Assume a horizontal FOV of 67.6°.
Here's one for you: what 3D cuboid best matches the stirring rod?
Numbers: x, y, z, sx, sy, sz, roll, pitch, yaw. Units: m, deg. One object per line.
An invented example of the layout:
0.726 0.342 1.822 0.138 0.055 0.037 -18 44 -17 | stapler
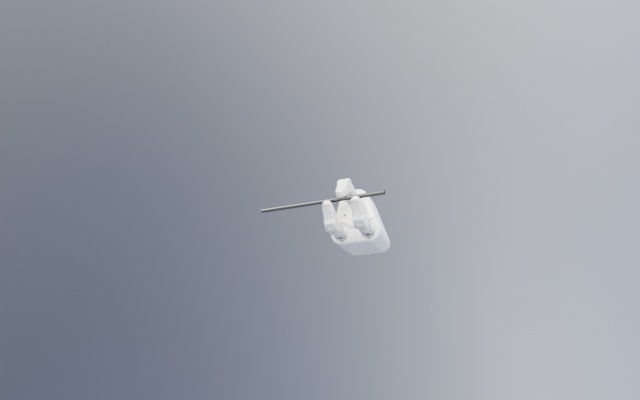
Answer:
0.000 0.003 0.878 0.239 0.011 0.011 -9 -3 19 | stirring rod
